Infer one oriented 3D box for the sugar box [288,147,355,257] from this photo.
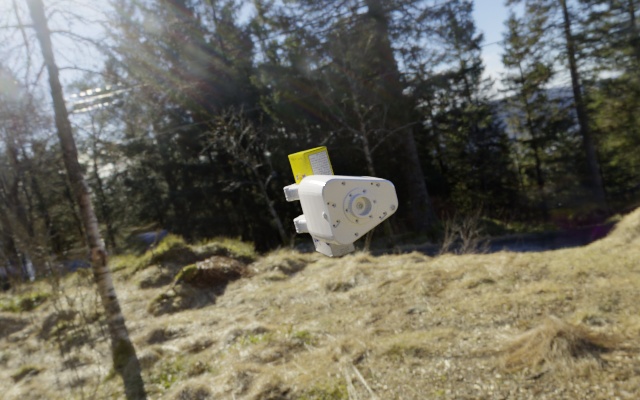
[{"bbox_3d":[0.000,0.003,0.793,0.048,0.176,0.093,-16,7,-18],"label":"sugar box"}]
